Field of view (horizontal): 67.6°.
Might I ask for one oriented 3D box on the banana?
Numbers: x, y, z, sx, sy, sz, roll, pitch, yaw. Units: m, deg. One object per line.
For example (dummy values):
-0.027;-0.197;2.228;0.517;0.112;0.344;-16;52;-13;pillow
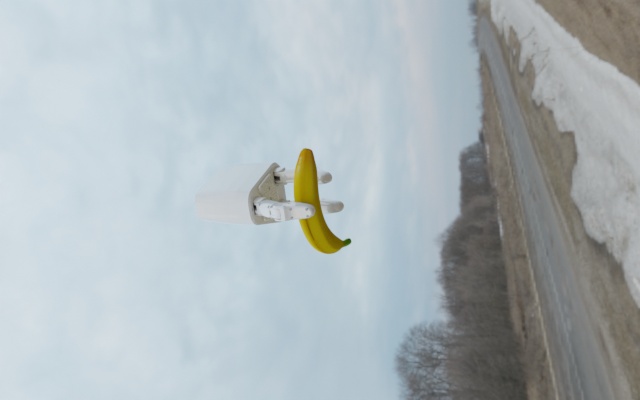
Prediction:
-0.006;0.017;0.711;0.037;0.198;0.069;4;45;31;banana
